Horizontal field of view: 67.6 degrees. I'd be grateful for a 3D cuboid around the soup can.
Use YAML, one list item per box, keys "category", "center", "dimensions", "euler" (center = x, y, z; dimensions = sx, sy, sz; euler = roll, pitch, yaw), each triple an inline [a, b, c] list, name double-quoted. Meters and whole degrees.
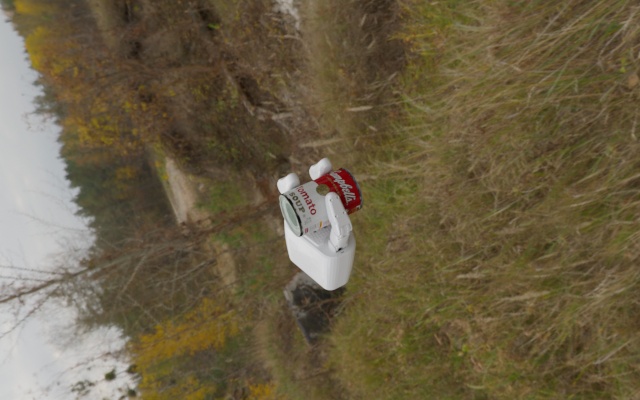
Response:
- category: "soup can"
  center: [0.000, 0.002, 0.684]
  dimensions: [0.102, 0.068, 0.068]
  euler: [-24, 8, -19]
